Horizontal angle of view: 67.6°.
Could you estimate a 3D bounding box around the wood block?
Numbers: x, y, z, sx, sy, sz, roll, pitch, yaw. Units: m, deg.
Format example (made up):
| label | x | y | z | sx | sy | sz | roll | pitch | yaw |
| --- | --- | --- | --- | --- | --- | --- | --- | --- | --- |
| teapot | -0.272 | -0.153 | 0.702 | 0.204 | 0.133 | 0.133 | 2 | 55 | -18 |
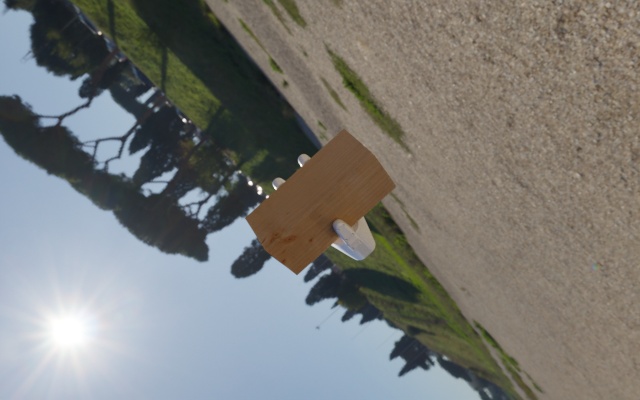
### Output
| label | x | y | z | sx | sy | sz | roll | pitch | yaw |
| --- | --- | --- | --- | --- | --- | --- | --- | --- | --- |
| wood block | 0.000 | 0.003 | 0.733 | 0.090 | 0.206 | 0.090 | 46 | 2 | -45 |
